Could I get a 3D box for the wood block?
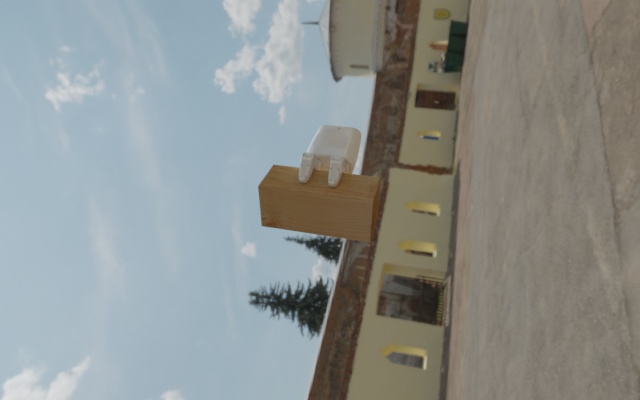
[{"bbox_3d":[0.000,0.003,0.881,0.206,0.091,0.090,8,34,12],"label":"wood block"}]
